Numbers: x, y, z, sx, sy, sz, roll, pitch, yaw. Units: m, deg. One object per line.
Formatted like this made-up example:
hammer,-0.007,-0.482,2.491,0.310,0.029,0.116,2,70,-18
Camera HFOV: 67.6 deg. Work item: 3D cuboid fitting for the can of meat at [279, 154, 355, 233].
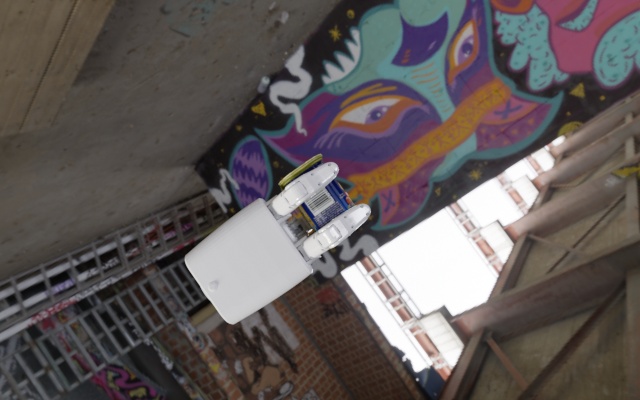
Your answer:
can of meat,0.000,0.002,0.551,0.057,0.084,0.102,-35,-3,-5
